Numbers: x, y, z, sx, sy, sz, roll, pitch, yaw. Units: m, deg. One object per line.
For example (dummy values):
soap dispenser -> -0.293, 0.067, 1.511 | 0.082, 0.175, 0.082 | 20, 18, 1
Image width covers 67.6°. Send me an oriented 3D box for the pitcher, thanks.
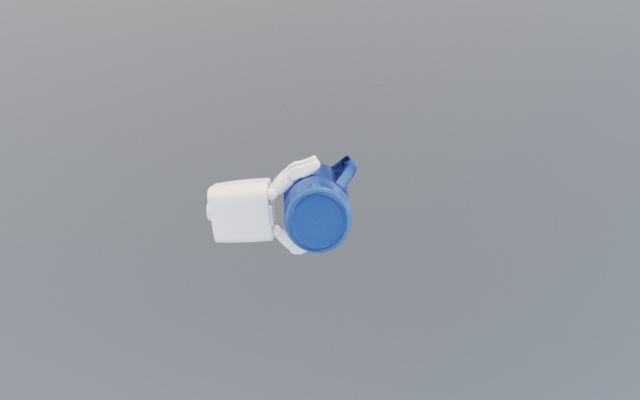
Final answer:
pitcher -> 0.000, 0.003, 0.859 | 0.145, 0.149, 0.242 | -3, 10, -1
